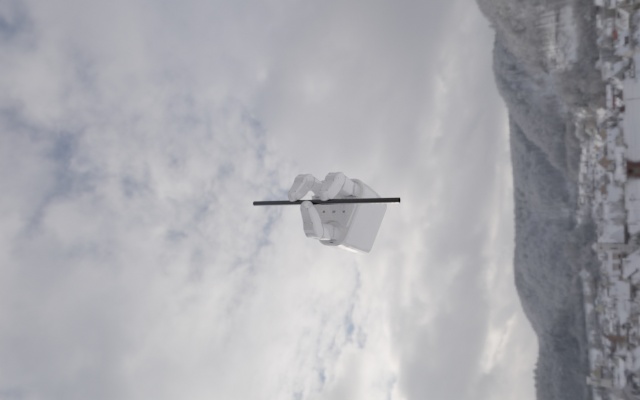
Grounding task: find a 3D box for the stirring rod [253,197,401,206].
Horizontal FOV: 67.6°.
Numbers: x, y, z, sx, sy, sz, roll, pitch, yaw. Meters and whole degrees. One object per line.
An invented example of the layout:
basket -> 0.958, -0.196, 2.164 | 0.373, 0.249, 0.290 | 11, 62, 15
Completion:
stirring rod -> 0.000, 0.002, 0.687 | 0.239, 0.011, 0.011 | -1, -1, 30
